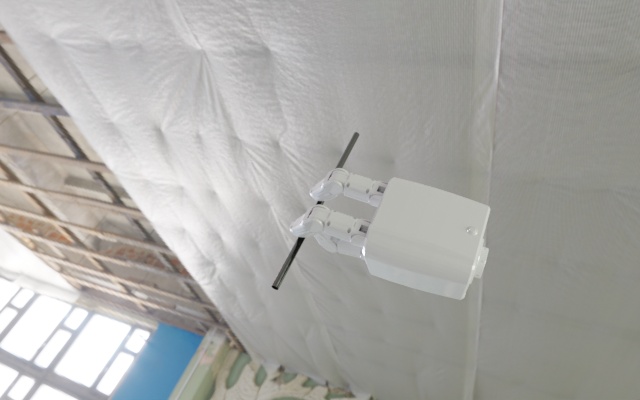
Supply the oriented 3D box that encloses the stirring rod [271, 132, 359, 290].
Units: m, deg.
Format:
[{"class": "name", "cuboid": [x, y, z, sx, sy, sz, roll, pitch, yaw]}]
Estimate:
[{"class": "stirring rod", "cuboid": [0.000, 0.002, 0.560, 0.011, 0.239, 0.011, 19, -34, 14]}]
